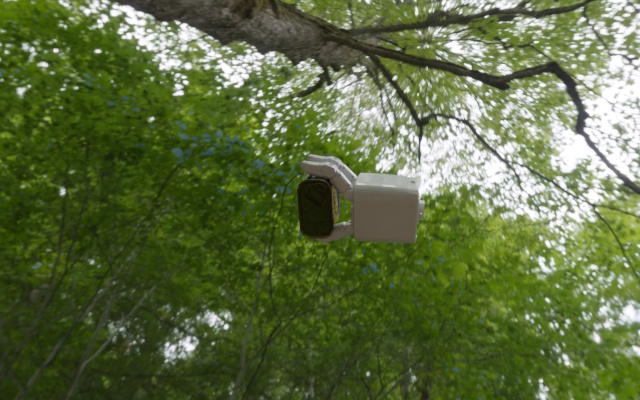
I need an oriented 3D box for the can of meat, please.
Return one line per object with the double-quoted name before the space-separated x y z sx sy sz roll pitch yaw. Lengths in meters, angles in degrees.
"can of meat" 0.000 0.003 0.819 0.057 0.102 0.084 1 18 13
